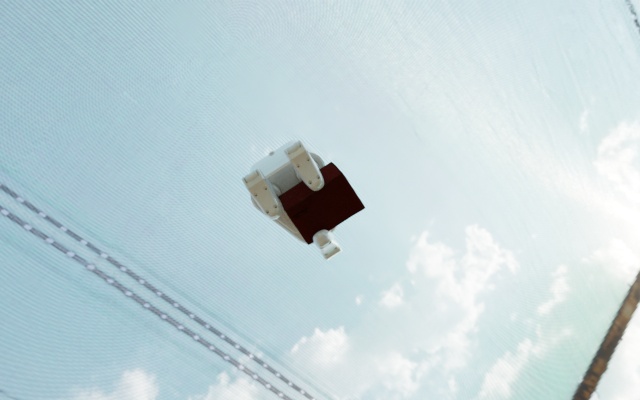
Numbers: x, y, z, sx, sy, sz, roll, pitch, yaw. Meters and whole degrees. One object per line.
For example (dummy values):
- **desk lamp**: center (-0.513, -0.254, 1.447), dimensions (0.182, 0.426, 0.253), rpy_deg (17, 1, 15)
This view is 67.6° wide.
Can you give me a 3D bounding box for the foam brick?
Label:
- **foam brick**: center (0.000, 0.002, 0.543), dimensions (0.078, 0.053, 0.051), rpy_deg (-33, 23, 0)
